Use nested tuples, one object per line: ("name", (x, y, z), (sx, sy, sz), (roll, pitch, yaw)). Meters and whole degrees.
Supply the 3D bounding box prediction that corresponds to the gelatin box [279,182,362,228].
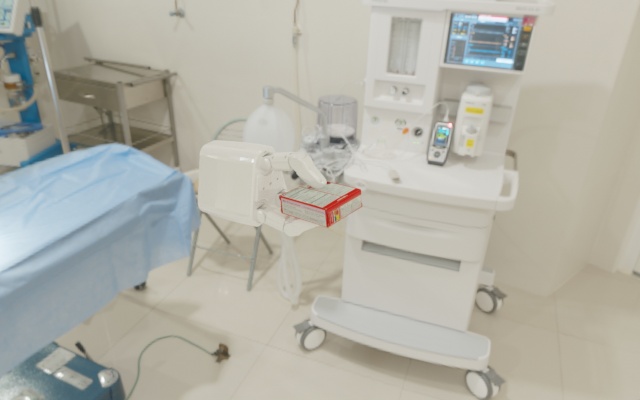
("gelatin box", (0.000, 0.002, 0.647), (0.089, 0.030, 0.073), (14, 31, 40))
